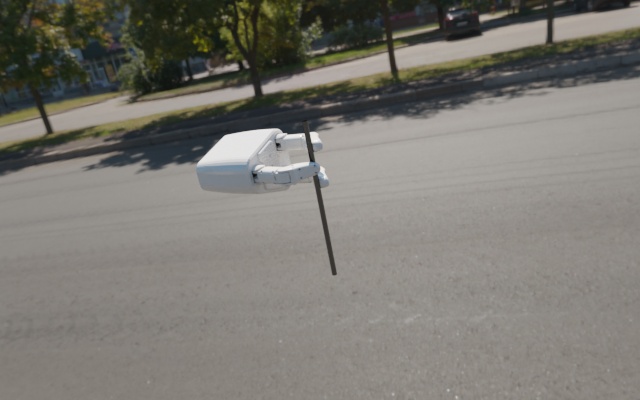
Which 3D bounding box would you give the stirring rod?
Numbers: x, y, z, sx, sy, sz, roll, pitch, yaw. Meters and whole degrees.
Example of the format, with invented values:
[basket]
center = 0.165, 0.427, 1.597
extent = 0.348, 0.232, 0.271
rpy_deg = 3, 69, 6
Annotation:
[stirring rod]
center = 0.000, 0.002, 0.695
extent = 0.011, 0.240, 0.011
rpy_deg = -10, 20, 4
